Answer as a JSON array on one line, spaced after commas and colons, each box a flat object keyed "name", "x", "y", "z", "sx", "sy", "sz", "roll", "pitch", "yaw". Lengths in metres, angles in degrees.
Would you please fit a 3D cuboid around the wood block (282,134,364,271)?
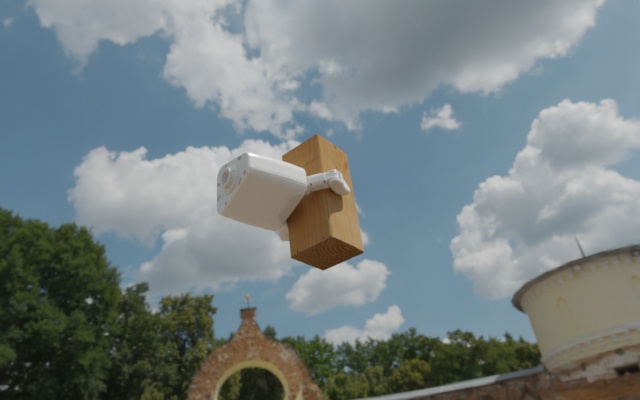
[{"name": "wood block", "x": 0.000, "y": 0.002, "z": 0.827, "sx": 0.091, "sy": 0.206, "sz": 0.090, "roll": -28, "pitch": -37, "yaw": 30}]
